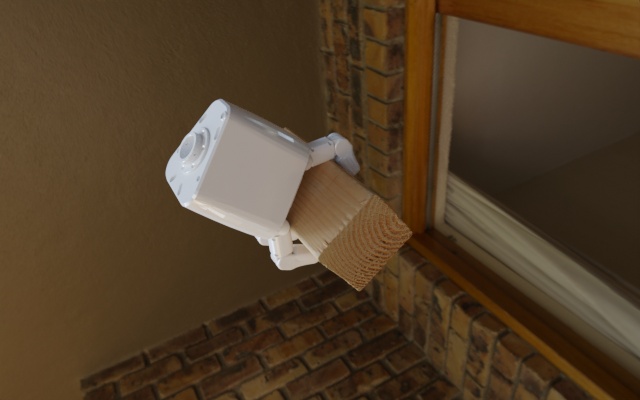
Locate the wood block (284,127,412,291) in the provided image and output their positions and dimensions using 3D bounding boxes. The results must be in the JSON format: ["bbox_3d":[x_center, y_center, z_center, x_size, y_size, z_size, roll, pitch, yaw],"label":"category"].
[{"bbox_3d":[0.000,0.001,0.577,0.090,0.091,0.206,42,1,-41],"label":"wood block"}]
